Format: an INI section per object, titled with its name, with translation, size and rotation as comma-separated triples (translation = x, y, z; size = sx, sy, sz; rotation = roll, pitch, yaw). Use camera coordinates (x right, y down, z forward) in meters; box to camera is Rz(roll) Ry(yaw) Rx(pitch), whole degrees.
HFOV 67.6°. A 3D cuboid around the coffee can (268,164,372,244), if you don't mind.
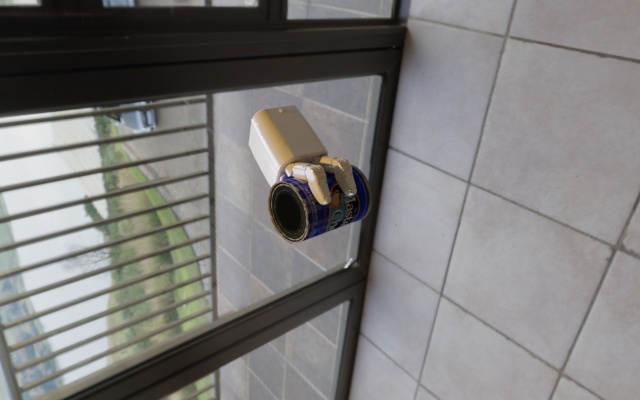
[coffee can]
translation = 0.000, 0.003, 0.785
size = 0.140, 0.103, 0.103
rotation = -18, 11, -38
